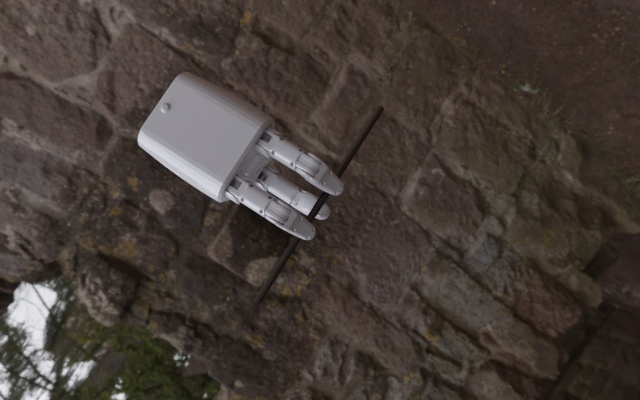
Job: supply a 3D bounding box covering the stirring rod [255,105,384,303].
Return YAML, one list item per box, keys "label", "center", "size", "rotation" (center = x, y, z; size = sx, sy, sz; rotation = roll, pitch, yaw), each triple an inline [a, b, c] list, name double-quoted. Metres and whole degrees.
- label: "stirring rod"
  center: [0.000, 0.002, 0.500]
  size: [0.011, 0.239, 0.011]
  rotation: [32, -5, 3]
